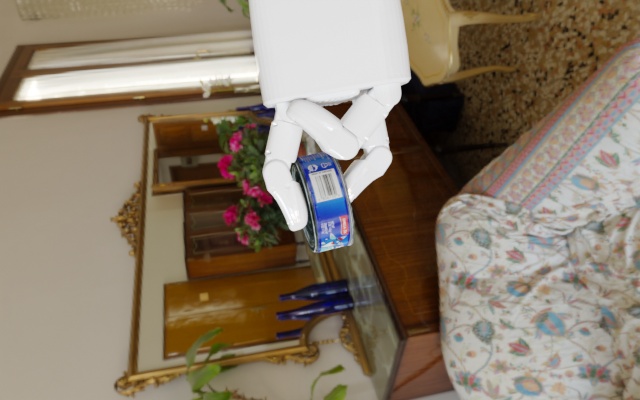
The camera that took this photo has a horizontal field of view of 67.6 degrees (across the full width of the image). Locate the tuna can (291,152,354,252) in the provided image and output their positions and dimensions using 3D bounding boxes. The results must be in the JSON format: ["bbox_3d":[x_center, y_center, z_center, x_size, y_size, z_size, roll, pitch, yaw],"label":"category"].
[{"bbox_3d":[0.000,0.002,0.416,0.034,0.086,0.086,-13,2,-10],"label":"tuna can"}]
